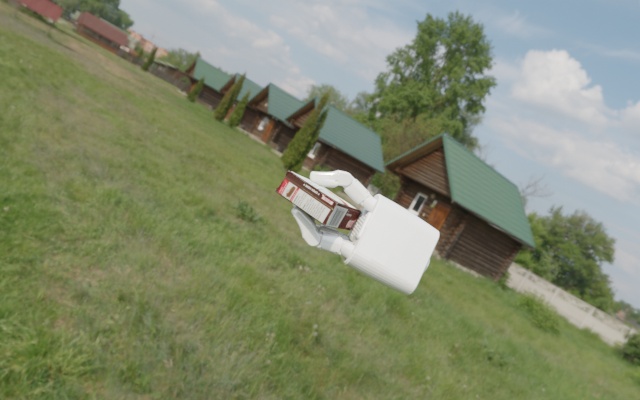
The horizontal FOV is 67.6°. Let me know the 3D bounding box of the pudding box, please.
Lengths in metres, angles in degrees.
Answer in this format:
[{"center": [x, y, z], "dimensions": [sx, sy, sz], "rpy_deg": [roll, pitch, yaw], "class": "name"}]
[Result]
[{"center": [0.000, 0.002, 0.680], "dimensions": [0.090, 0.039, 0.113], "rpy_deg": [33, 4, 21], "class": "pudding box"}]
